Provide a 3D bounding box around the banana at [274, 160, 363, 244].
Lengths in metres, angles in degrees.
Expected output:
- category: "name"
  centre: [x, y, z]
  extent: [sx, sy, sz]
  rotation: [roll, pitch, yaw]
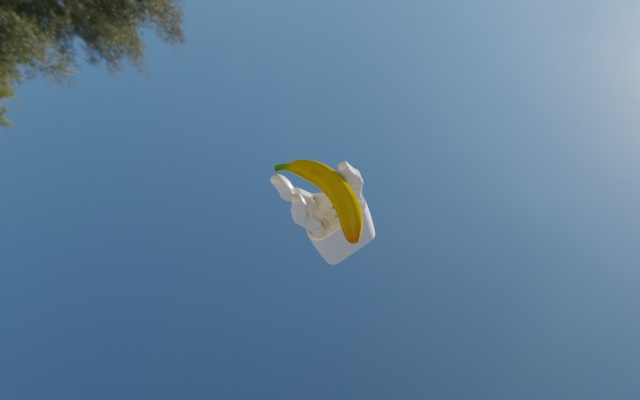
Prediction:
- category: "banana"
  centre: [0.012, -0.011, 0.732]
  extent: [0.197, 0.069, 0.037]
  rotation: [42, -14, 34]
